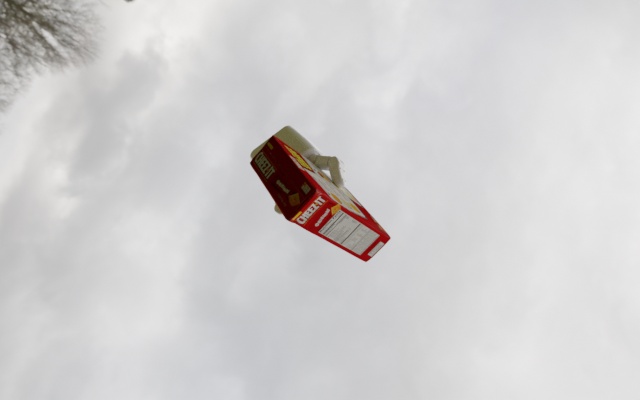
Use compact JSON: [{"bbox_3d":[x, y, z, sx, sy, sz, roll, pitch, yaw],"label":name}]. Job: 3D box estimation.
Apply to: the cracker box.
[{"bbox_3d":[0.000,0.003,0.797,0.214,0.072,0.164,32,14,-45],"label":"cracker box"}]
